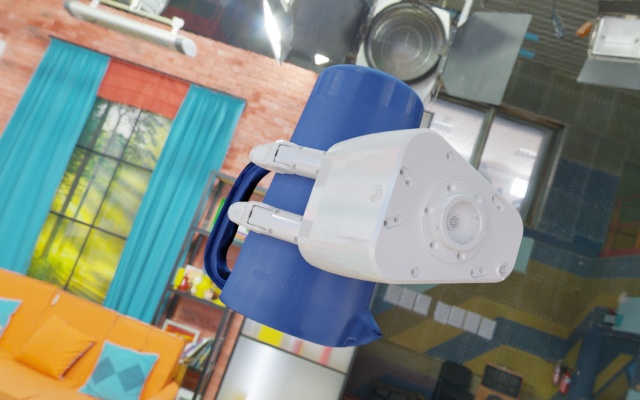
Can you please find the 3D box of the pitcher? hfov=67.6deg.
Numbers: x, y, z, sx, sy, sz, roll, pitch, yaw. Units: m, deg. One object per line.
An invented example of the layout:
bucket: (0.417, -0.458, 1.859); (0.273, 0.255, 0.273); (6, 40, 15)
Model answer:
pitcher: (0.000, 0.001, 0.449); (0.149, 0.243, 0.145); (23, -9, -22)
